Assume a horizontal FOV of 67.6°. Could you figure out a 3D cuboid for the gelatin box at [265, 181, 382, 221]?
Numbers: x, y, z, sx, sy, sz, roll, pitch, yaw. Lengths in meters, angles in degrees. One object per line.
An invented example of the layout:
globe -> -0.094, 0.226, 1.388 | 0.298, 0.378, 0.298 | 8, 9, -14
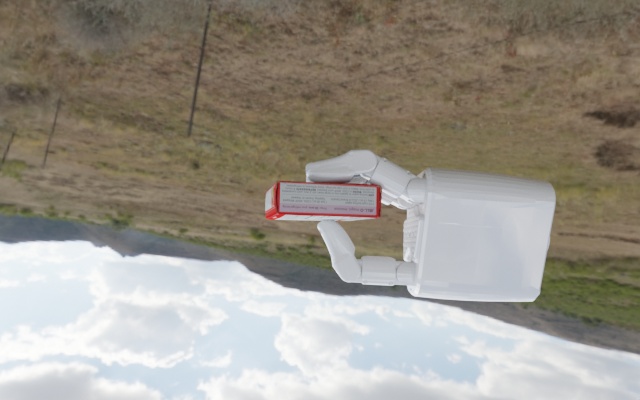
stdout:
gelatin box -> 0.000, 0.002, 0.415 | 0.089, 0.030, 0.073 | 1, -5, -13
